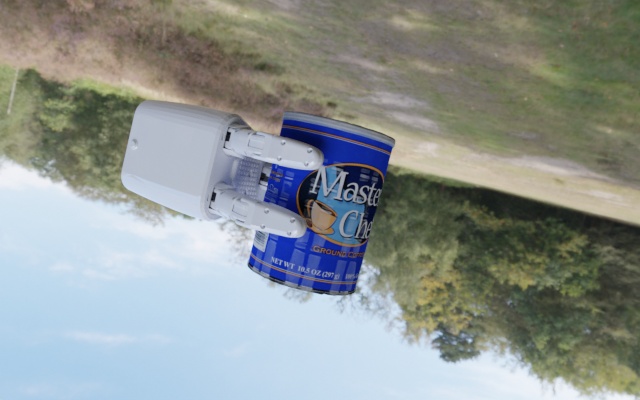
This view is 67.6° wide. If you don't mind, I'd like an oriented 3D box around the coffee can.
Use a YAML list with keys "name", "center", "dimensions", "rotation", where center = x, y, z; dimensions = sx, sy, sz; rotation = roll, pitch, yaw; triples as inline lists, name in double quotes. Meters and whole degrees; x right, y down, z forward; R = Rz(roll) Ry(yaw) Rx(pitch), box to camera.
- name: "coffee can"
  center: [0.000, 0.001, 0.430]
  dimensions: [0.103, 0.140, 0.103]
  rotation: [14, 4, -1]
